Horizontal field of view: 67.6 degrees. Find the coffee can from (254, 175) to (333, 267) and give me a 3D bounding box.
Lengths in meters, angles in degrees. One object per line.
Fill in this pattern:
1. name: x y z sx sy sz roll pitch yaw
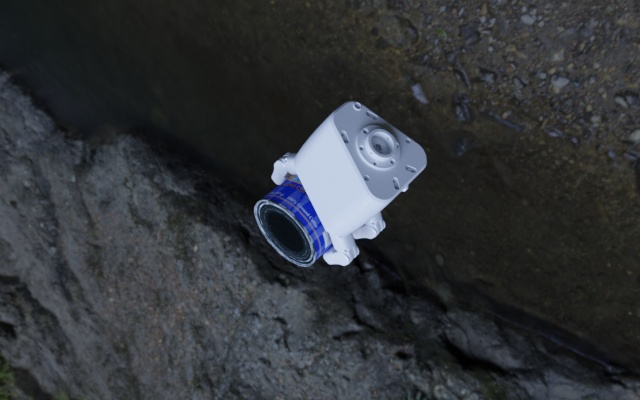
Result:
1. coffee can: 0.000 0.002 0.618 0.140 0.103 0.103 -41 24 -30
